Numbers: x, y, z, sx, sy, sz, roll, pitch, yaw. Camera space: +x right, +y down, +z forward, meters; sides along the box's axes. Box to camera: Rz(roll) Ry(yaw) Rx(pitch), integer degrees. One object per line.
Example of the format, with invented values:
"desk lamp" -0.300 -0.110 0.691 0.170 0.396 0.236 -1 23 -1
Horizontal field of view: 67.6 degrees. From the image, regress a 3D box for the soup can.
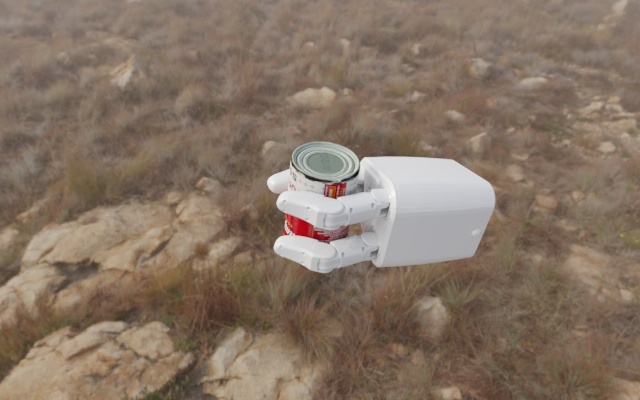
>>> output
"soup can" 0.000 0.001 0.477 0.068 0.102 0.068 5 38 -4
